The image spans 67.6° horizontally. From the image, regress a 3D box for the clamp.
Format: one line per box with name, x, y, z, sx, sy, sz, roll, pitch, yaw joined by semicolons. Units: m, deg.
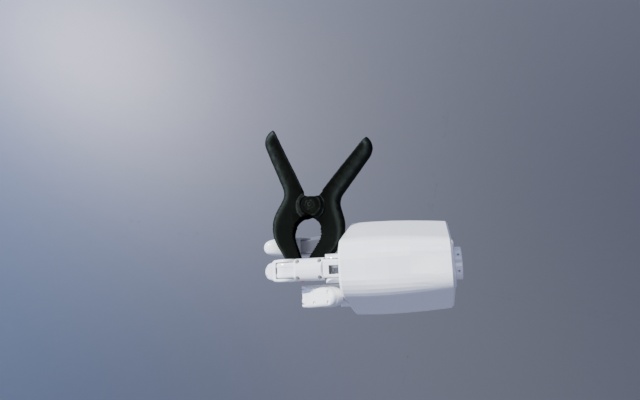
clamp;0.000;0.002;0.522;0.120;0.171;0.039;-5;-9;12
